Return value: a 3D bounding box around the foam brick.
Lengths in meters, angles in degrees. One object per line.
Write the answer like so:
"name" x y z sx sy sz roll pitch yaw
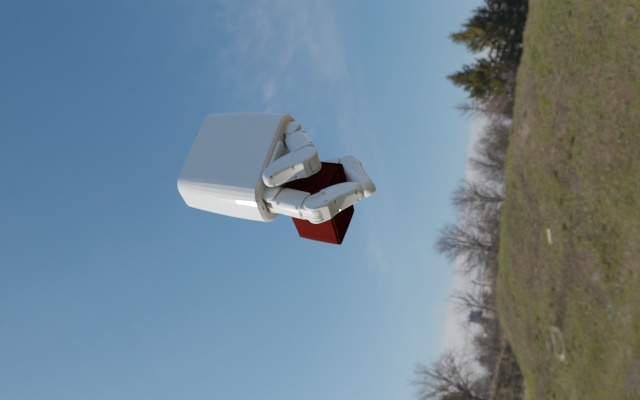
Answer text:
"foam brick" 0.000 0.002 0.523 0.051 0.053 0.078 7 -42 24
